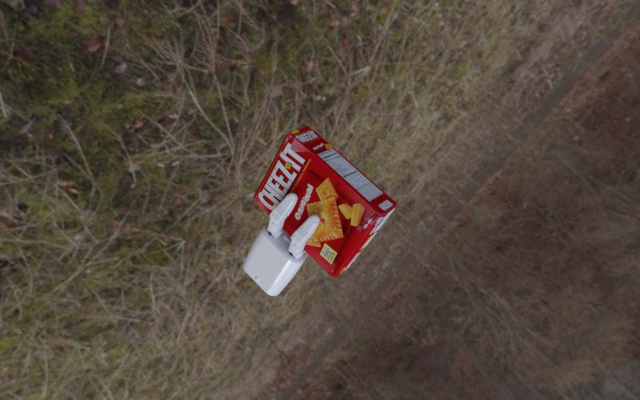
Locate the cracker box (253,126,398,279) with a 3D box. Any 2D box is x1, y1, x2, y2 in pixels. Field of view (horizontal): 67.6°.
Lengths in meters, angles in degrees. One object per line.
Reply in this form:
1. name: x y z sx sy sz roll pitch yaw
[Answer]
1. cracker box: 0.000 0.003 0.830 0.213 0.164 0.072 43 34 15
